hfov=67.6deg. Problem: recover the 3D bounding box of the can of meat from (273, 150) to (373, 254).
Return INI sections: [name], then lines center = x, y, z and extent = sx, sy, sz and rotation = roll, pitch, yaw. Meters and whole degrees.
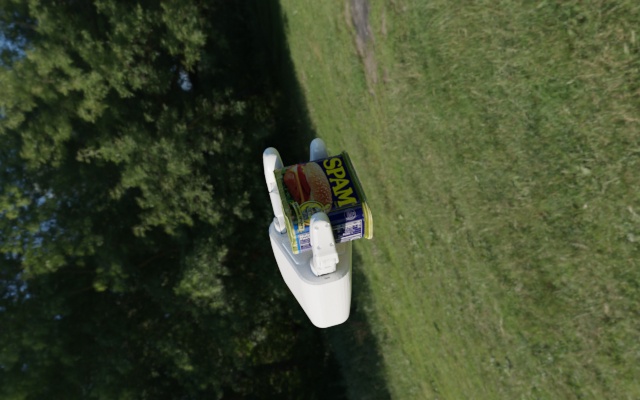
[can of meat]
center = 0.000, 0.002, 0.511
extent = 0.084, 0.102, 0.057
rotation = -14, -40, -6
